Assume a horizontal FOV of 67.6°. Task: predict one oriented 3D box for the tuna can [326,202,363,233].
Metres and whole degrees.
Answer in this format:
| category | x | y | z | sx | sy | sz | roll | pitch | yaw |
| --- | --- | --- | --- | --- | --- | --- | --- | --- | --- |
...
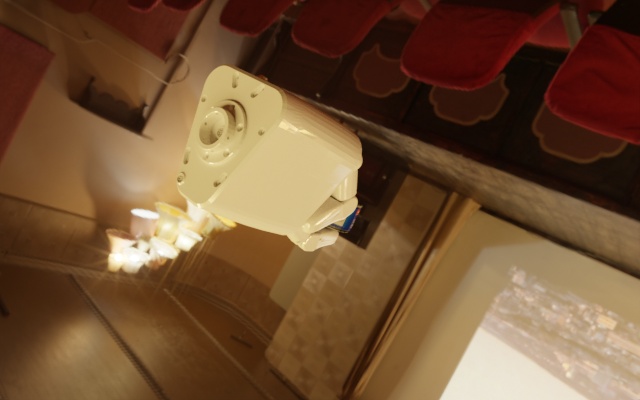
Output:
| category | x | y | z | sx | sy | sz | roll | pitch | yaw |
| --- | --- | --- | --- | --- | --- | --- | --- | --- | --- |
| tuna can | 0.000 | 0.002 | 0.515 | 0.086 | 0.034 | 0.086 | 25 | 5 | -3 |
